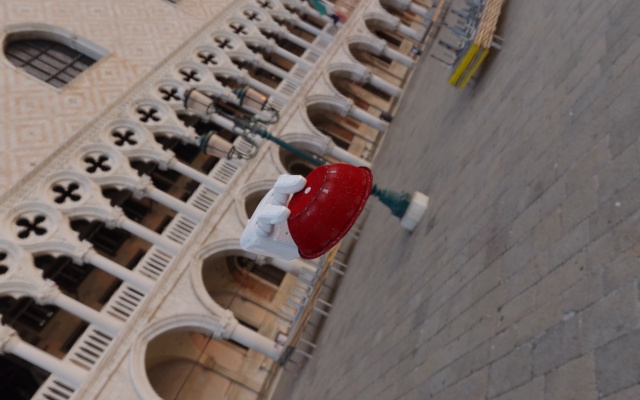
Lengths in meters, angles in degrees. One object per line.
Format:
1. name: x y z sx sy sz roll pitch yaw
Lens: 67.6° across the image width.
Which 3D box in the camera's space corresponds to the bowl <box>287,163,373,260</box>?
1. bowl: 0.001 0.001 0.680 0.055 0.162 0.162 37 -14 -20
